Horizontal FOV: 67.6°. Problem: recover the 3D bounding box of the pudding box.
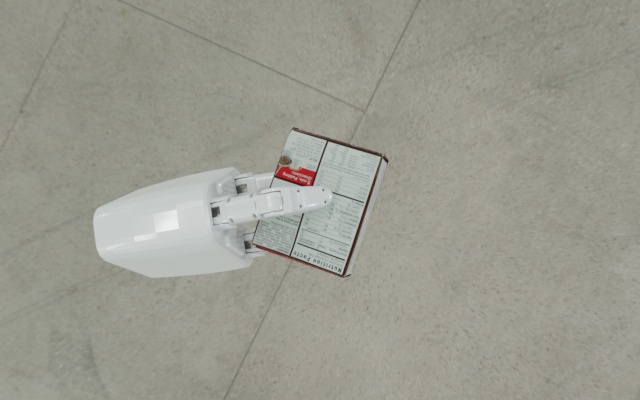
[{"bbox_3d":[0.000,0.001,0.422,0.090,0.113,0.039,19,2,12],"label":"pudding box"}]
